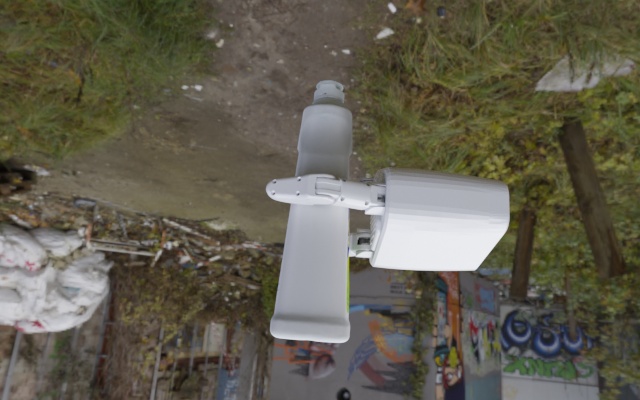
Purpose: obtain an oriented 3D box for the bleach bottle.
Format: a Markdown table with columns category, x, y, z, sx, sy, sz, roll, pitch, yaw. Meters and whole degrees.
| category | x | y | z | sx | sy | sz | roll | pitch | yaw |
| --- | --- | --- | --- | --- | --- | --- | --- | --- | --- |
| bleach bottle | 0.000 | 0.002 | 0.452 | 0.068 | 0.250 | 0.102 | 4 | -14 | 0 |
